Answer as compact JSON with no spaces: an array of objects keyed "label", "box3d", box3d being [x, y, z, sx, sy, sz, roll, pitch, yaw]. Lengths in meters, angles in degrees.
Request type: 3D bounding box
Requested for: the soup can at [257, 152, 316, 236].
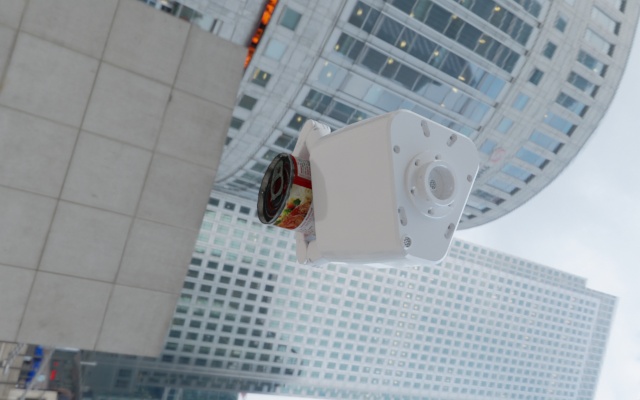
[{"label":"soup can","box3d":[0.000,0.002,0.455,0.102,0.068,0.068,17,-8,-27]}]
